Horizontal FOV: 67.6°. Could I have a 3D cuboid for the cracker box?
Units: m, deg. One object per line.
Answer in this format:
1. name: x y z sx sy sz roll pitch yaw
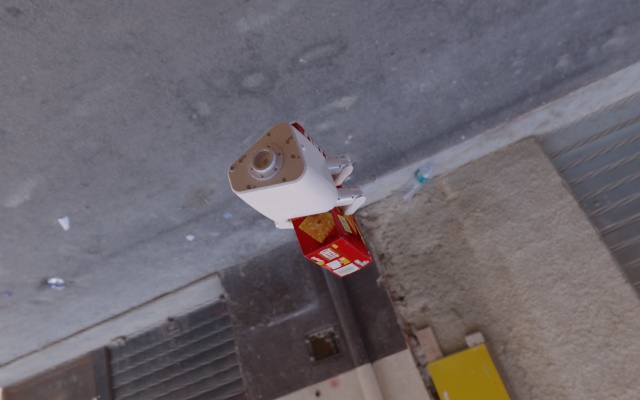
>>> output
1. cracker box: 0.000 0.003 0.775 0.072 0.213 0.164 -26 -27 12
